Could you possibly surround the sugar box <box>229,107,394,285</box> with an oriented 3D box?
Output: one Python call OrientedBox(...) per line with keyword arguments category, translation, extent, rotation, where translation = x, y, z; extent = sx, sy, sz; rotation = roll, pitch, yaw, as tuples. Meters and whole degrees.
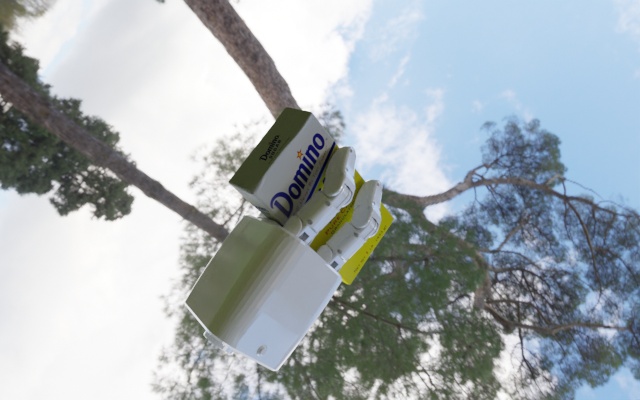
OrientedBox(category="sugar box", translation=(0.000, 0.002, 0.475), extent=(0.048, 0.093, 0.176), rotation=(22, -18, 44))
